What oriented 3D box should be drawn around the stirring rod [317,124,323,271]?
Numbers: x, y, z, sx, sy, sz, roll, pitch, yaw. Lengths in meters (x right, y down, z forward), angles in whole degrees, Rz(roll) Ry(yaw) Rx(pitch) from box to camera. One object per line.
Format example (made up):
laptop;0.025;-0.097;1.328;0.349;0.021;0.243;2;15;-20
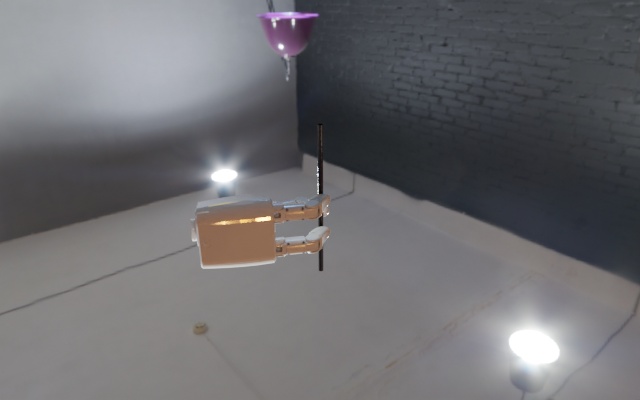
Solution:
stirring rod;0.000;0.002;0.723;0.011;0.240;0.011;0;24;0
